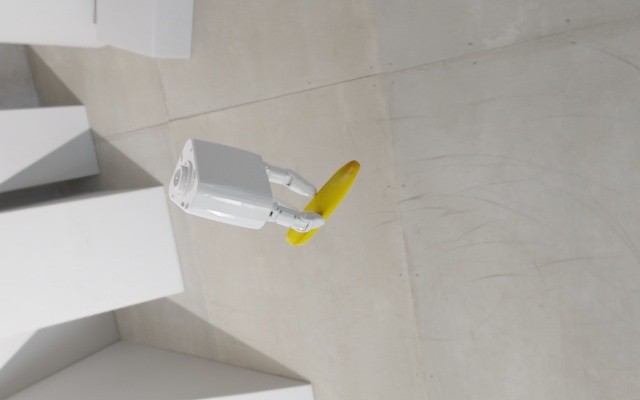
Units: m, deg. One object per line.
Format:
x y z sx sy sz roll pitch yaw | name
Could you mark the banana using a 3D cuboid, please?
-0.006 0.015 0.737 0.037 0.198 0.069 34 39 -9 | banana
